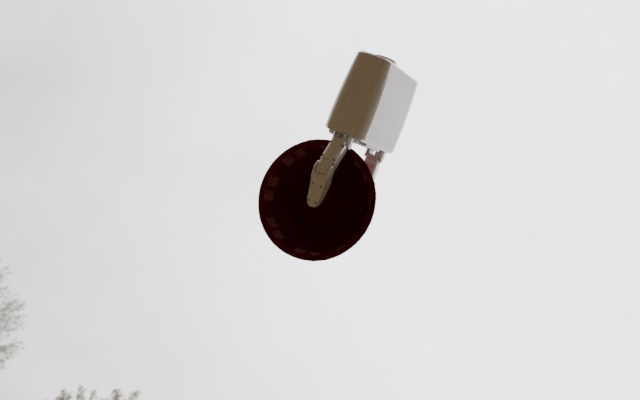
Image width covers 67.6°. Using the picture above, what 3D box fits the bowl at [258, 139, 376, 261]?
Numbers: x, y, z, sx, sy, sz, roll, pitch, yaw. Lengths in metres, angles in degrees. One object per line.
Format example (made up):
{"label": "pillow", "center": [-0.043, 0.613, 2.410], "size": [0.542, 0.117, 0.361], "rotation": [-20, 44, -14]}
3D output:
{"label": "bowl", "center": [-0.001, 0.003, 0.645], "size": [0.162, 0.162, 0.055], "rotation": [0, -9, 18]}
